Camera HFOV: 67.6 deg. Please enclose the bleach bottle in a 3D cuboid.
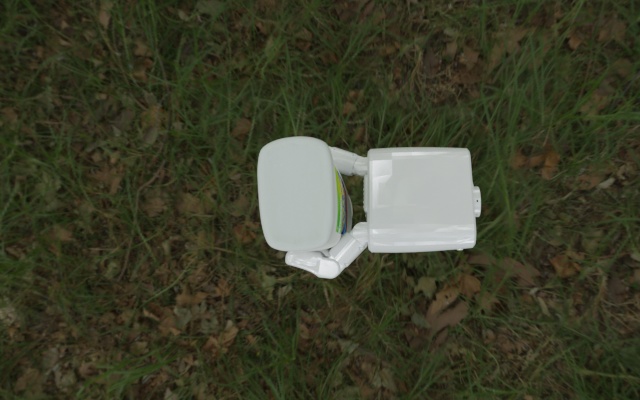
[{"bbox_3d":[0.000,0.002,0.526,0.068,0.102,0.251,-3,-3,10],"label":"bleach bottle"}]
